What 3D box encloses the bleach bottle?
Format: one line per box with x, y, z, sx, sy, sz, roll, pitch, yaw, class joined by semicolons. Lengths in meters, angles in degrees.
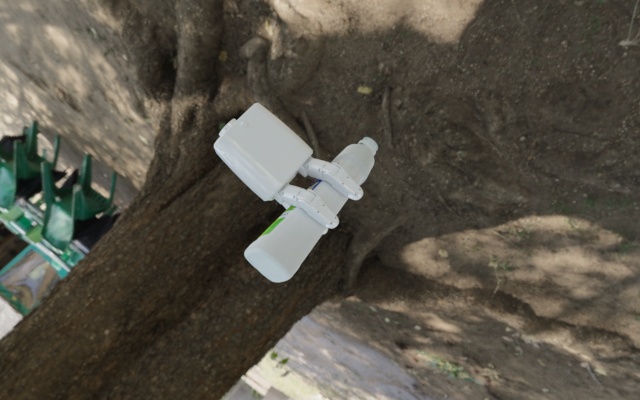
0.000;0.002;0.695;0.068;0.250;0.102;44;-24;-7;bleach bottle
